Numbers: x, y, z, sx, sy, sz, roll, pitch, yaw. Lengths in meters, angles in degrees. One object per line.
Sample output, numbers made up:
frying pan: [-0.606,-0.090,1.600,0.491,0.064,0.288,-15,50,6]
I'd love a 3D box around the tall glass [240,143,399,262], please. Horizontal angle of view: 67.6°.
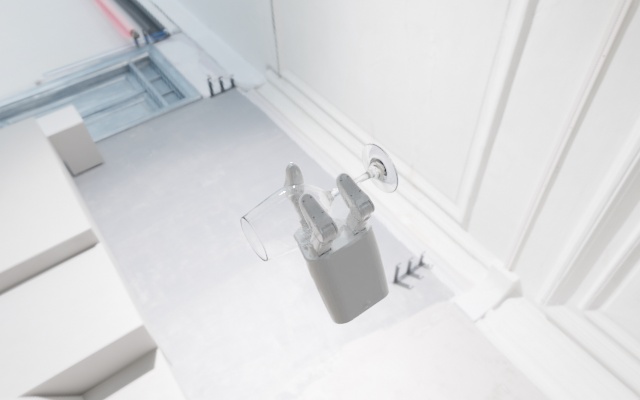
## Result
tall glass: [0.001,0.002,0.610,0.201,0.079,0.079,-29,11,-22]
